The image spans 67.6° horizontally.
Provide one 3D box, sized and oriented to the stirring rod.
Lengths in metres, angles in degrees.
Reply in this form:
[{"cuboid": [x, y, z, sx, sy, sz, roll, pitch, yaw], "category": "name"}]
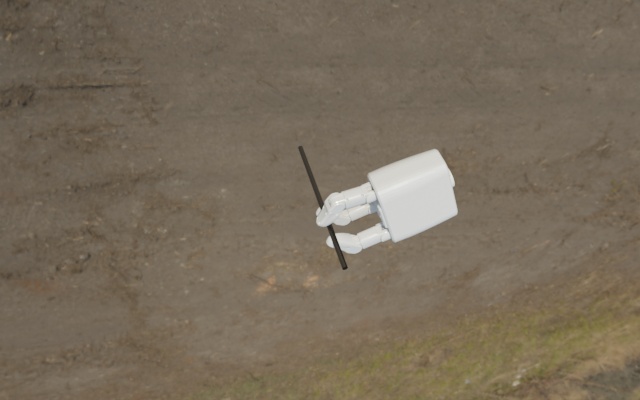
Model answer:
[{"cuboid": [0.000, 0.002, 0.727, 0.011, 0.239, 0.011, -13, -37, -10], "category": "stirring rod"}]
